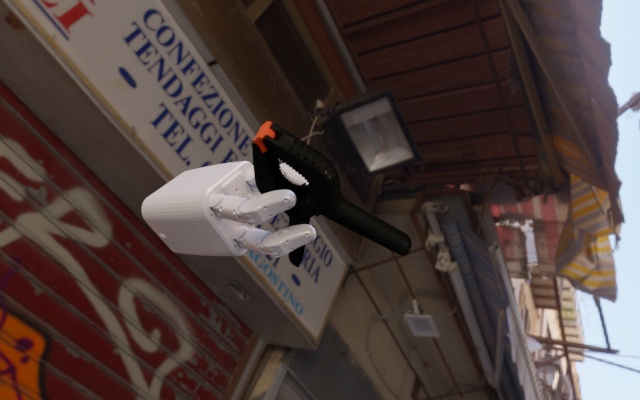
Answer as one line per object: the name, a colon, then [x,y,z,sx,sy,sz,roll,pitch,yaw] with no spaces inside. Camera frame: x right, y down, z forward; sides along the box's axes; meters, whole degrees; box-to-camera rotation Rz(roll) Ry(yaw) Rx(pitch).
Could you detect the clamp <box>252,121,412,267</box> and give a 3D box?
clamp: [0.000,0.001,0.526,0.164,0.036,0.210,-6,-48,26]
